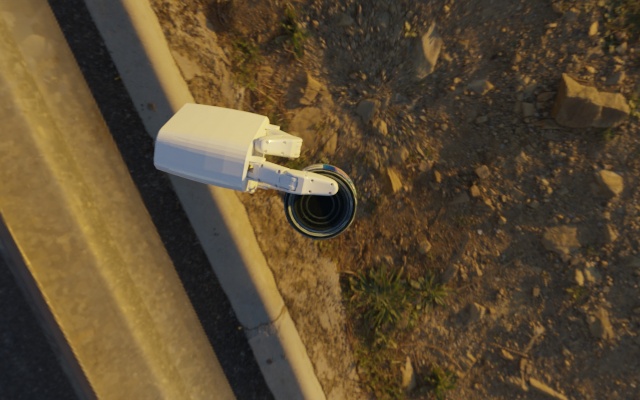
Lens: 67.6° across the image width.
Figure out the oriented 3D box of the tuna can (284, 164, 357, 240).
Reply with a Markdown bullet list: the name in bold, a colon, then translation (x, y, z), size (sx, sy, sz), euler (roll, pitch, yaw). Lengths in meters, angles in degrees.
- **tuna can**: translation (0.000, 0.002, 0.556), size (0.086, 0.086, 0.033), euler (0, 14, 1)
